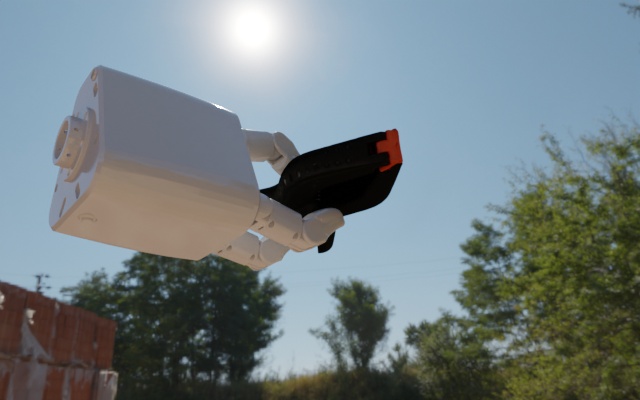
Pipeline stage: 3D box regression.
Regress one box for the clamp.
[{"bbox_3d":[0.000,0.000,0.423,0.164,0.036,0.210,16,-32,-40],"label":"clamp"}]
